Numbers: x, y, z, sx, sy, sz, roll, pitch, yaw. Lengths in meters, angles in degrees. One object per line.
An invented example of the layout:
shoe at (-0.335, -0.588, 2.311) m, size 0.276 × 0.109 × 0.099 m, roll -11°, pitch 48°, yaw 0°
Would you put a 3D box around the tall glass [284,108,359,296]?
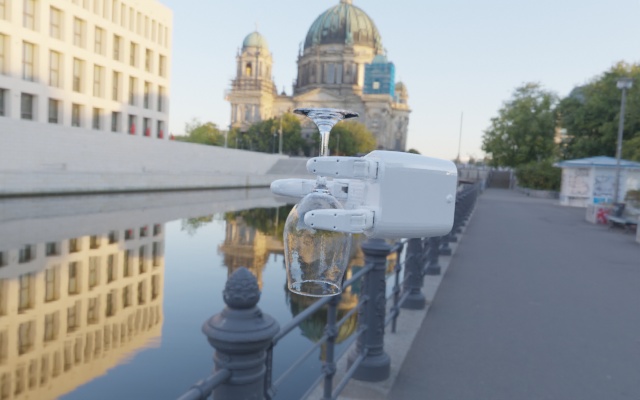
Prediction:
tall glass at (0.000, 0.001, 0.537) m, size 0.079 × 0.201 × 0.079 m, roll 4°, pitch 4°, yaw 0°
